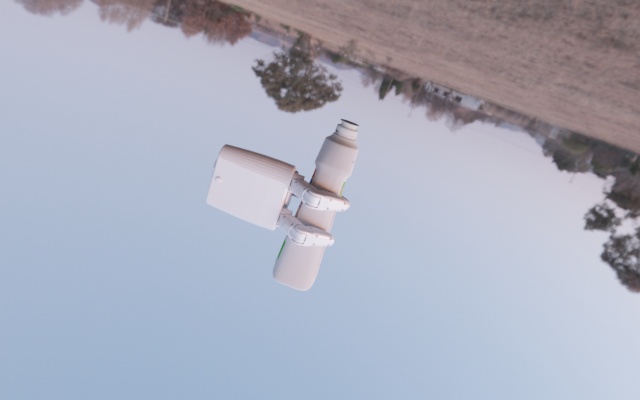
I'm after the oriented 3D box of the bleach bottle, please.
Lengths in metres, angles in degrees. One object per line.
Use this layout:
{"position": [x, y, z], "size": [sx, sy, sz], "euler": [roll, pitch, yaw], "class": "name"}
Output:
{"position": [0.000, 0.002, 0.702], "size": [0.068, 0.251, 0.102], "euler": [20, 17, 0], "class": "bleach bottle"}
